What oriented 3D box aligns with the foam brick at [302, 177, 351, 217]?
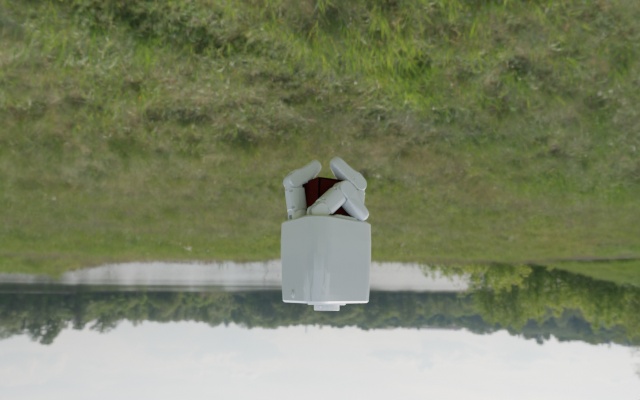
[{"bbox_3d":[0.000,0.002,0.658,0.053,0.051,0.078,6,-12,-29],"label":"foam brick"}]
